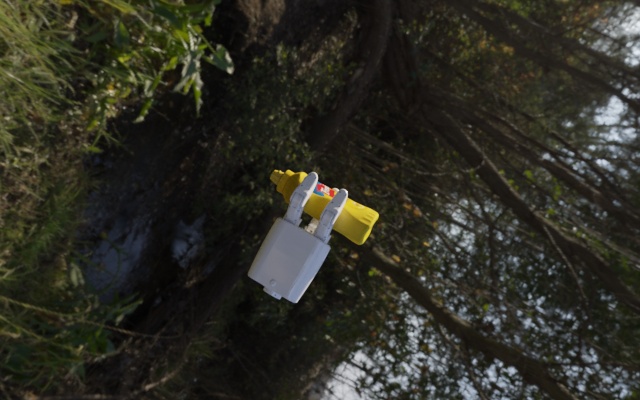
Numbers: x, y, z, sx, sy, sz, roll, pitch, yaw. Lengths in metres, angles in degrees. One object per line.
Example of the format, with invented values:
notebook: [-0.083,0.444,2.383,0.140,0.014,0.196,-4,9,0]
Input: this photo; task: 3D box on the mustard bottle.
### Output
mustard bottle: [0.001,0.002,0.799,0.191,0.058,0.096,29,16,9]
